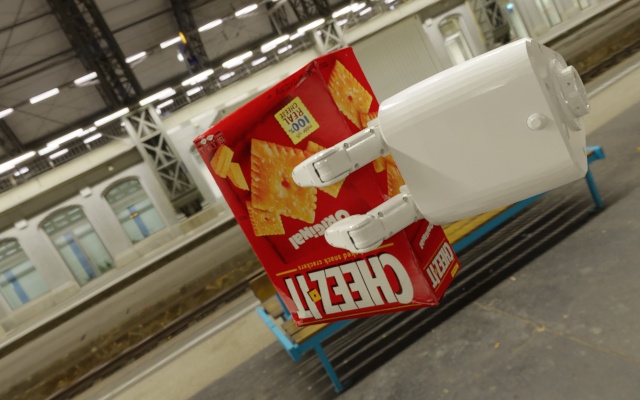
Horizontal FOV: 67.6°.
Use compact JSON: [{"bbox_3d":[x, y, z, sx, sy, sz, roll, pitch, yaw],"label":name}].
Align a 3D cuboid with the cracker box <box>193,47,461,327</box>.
[{"bbox_3d":[0.000,0.001,0.428,0.164,0.214,0.072,-21,11,39],"label":"cracker box"}]
